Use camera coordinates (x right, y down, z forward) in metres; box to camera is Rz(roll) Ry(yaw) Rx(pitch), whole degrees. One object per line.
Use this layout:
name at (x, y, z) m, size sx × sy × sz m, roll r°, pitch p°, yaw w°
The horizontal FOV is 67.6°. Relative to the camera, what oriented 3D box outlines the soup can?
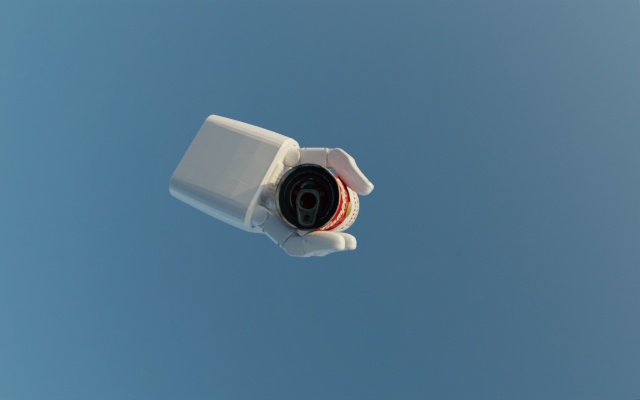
soup can at (0.001, 0.002, 0.520) m, size 0.068 × 0.068 × 0.102 m, roll 0°, pitch -6°, yaw 16°
